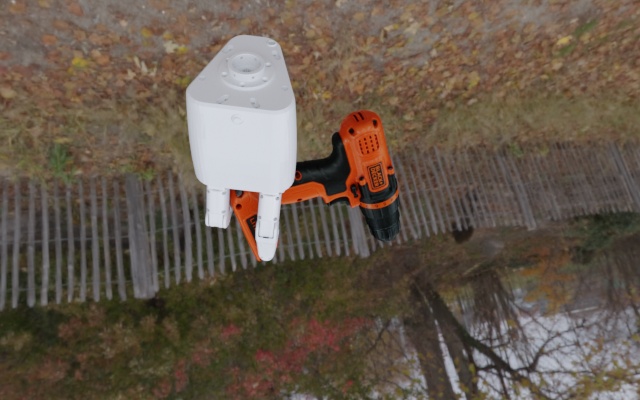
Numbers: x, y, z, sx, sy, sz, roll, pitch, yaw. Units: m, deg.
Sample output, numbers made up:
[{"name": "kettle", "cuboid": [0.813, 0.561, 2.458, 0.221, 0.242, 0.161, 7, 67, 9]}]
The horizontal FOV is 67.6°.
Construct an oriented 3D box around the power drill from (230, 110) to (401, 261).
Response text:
[{"name": "power drill", "cuboid": [0.000, 0.002, 0.558, 0.187, 0.185, 0.057, -21, 37, -4]}]
